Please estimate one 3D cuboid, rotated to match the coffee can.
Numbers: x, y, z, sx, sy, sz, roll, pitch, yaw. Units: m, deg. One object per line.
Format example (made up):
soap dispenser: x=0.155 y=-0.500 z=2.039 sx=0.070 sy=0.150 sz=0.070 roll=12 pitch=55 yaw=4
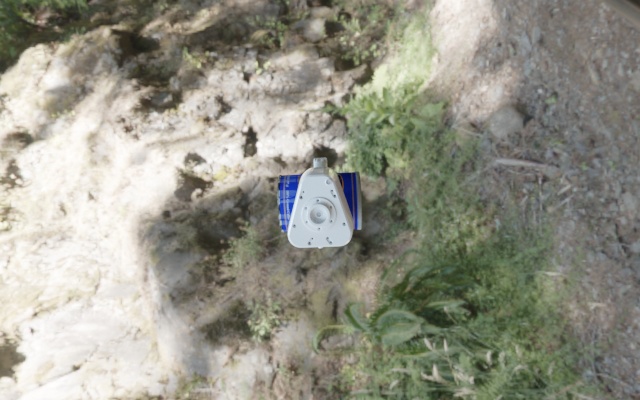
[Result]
coffee can: x=0.000 y=0.003 z=0.842 sx=0.140 sy=0.103 sz=0.103 roll=-2 pitch=0 yaw=2
